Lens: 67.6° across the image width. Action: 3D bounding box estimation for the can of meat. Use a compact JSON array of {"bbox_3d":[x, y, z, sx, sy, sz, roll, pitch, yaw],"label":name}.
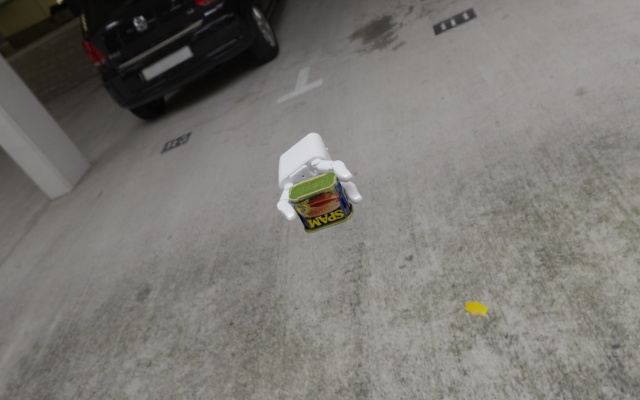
[{"bbox_3d":[0.000,0.003,0.896,0.102,0.084,0.057,-19,34,11],"label":"can of meat"}]
